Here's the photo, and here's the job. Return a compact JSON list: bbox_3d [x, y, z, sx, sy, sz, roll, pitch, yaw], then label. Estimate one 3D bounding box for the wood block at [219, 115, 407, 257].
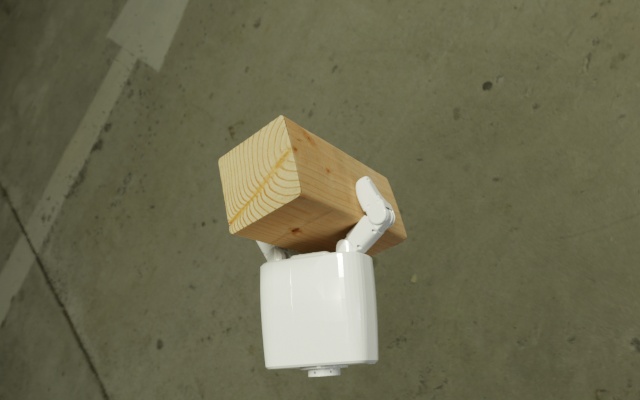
[{"bbox_3d":[0.000,0.002,0.526,0.091,0.090,0.206,-29,-30,26],"label":"wood block"}]
